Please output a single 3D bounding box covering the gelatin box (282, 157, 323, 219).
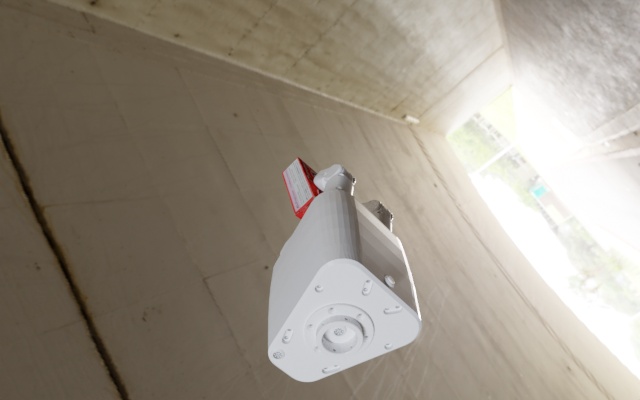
[{"bbox_3d":[0.000,0.002,0.510,0.073,0.030,0.089,38,15,-31],"label":"gelatin box"}]
